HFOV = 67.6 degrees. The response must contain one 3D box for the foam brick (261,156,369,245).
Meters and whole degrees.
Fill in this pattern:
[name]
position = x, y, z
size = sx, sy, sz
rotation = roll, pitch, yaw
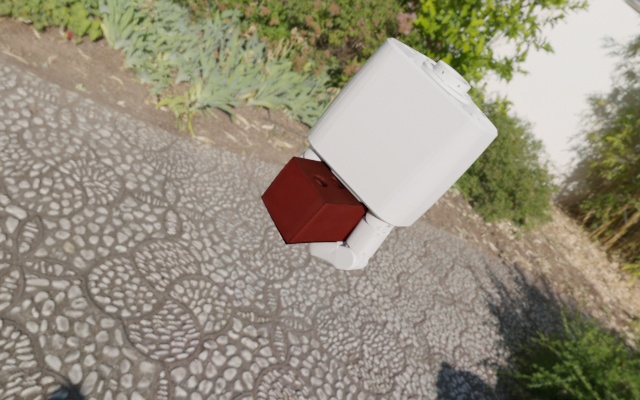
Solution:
[foam brick]
position = 0.000, 0.001, 0.406
size = 0.078, 0.053, 0.051
rotation = 3, -44, -49
